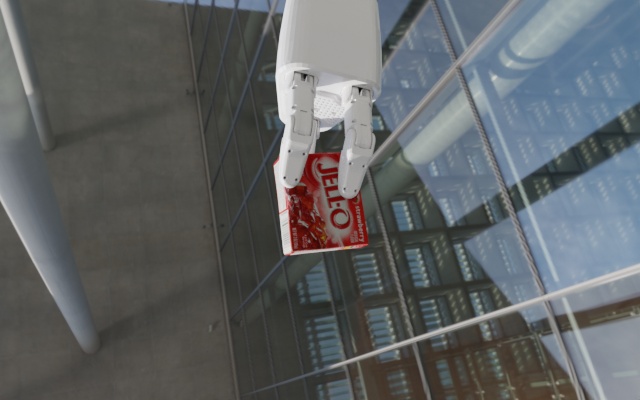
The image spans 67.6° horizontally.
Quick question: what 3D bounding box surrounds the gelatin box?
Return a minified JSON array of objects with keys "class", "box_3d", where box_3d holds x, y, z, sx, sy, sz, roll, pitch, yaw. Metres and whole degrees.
[{"class":"gelatin box","box_3d":[0.000,0.002,0.434,0.073,0.089,0.030,-3,-11,-20]}]
